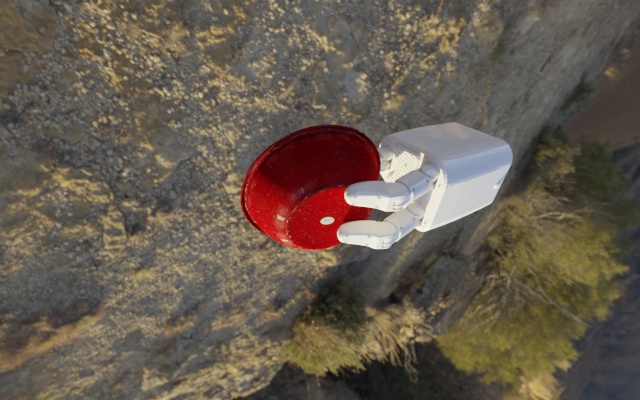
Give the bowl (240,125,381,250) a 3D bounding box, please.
[{"bbox_3d":[-0.001,0.002,0.504,0.162,0.162,0.055,0,42,-26],"label":"bowl"}]
